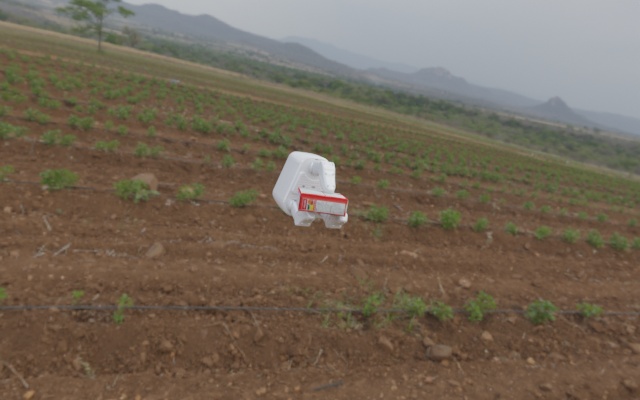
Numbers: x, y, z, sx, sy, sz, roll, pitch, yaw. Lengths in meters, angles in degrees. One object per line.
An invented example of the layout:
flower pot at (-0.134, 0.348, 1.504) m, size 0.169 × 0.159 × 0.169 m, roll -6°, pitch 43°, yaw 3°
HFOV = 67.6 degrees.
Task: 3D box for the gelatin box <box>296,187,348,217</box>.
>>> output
gelatin box at (0.000, 0.002, 0.753) m, size 0.073 × 0.030 × 0.089 m, roll 8°, pitch 6°, yaw -6°
